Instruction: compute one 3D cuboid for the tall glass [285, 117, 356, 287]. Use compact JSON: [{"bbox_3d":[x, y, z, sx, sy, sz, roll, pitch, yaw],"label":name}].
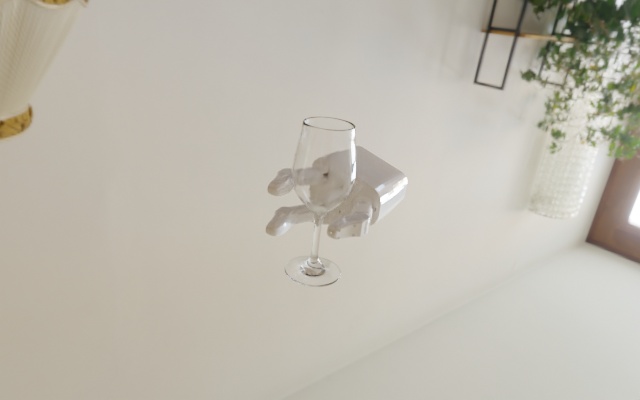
[{"bbox_3d":[0.000,0.003,0.590,0.079,0.201,0.079,5,23,-2],"label":"tall glass"}]
